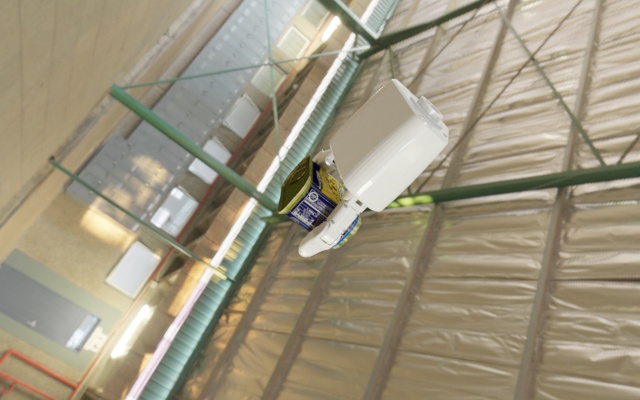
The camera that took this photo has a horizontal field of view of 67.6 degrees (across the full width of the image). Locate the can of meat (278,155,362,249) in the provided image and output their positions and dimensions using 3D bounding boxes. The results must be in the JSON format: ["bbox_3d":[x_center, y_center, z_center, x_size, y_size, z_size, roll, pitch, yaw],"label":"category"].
[{"bbox_3d":[0.000,0.002,0.581,0.084,0.057,0.102,37,19,-17],"label":"can of meat"}]
